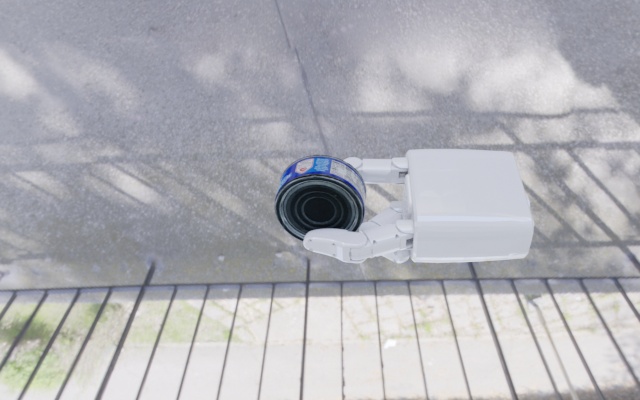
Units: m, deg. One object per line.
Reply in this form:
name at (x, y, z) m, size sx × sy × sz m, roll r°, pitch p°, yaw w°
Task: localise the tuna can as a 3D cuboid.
tuna can at (0.000, 0.002, 0.452) m, size 0.086 × 0.086 × 0.033 m, roll 0°, pitch 37°, yaw 8°
